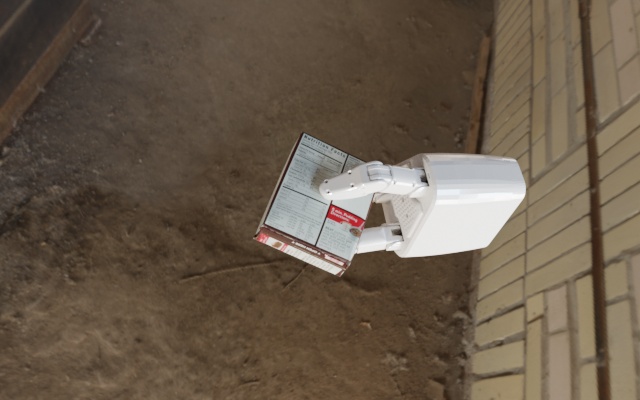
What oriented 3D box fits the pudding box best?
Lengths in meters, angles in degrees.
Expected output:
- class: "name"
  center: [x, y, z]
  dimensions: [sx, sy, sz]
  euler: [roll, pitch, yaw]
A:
- class: "pudding box"
  center: [0.000, 0.001, 0.452]
  dimensions: [0.090, 0.113, 0.039]
  euler: [24, -31, -6]
